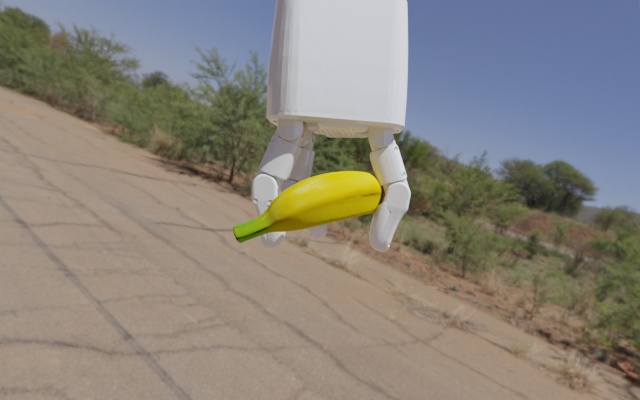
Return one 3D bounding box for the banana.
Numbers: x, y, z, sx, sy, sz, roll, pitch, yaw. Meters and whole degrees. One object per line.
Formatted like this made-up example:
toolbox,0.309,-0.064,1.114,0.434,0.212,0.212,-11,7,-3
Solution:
banana,0.014,-0.002,0.388,0.069,0.037,0.198,-13,-2,30
